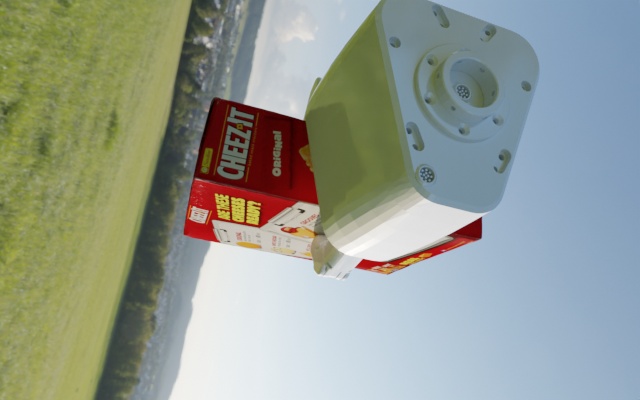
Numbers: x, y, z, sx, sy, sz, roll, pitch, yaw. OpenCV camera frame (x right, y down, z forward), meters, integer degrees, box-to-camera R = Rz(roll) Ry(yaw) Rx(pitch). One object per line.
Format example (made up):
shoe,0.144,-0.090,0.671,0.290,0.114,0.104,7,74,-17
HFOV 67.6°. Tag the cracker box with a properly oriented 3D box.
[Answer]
cracker box,0.000,0.002,0.410,0.214,0.072,0.164,13,-21,-14
